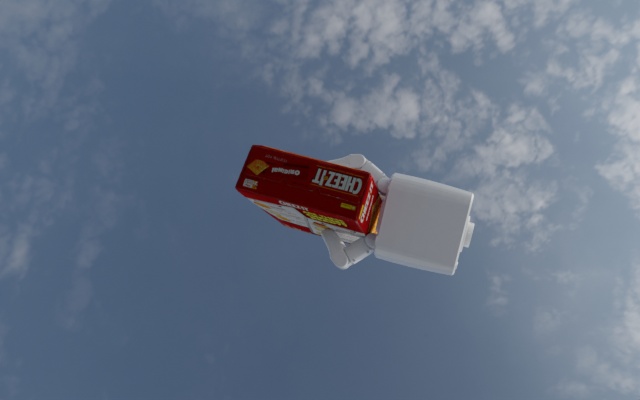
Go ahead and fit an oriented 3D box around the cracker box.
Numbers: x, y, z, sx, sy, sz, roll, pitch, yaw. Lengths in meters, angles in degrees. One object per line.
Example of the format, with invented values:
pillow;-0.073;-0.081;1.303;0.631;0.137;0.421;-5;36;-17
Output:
cracker box;0.000;0.002;0.677;0.164;0.072;0.214;14;-12;16
